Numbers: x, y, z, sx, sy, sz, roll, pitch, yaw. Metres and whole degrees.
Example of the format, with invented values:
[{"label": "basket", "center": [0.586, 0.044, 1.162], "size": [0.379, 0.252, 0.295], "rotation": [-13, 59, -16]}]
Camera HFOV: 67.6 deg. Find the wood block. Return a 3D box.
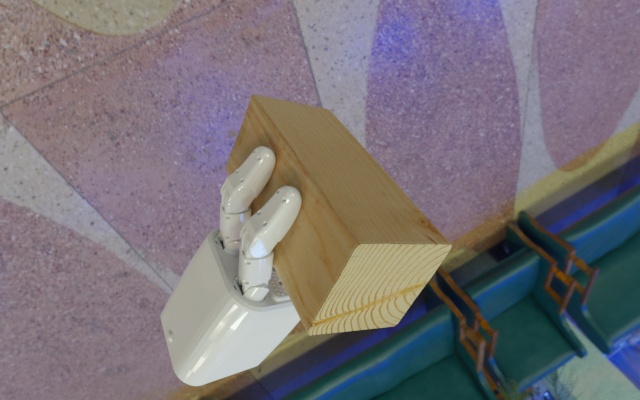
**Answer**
[{"label": "wood block", "center": [0.000, 0.002, 0.409], "size": [0.091, 0.090, 0.206], "rotation": [5, 35, -35]}]
